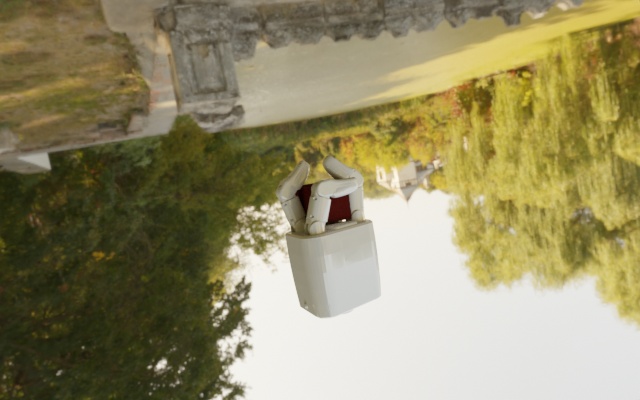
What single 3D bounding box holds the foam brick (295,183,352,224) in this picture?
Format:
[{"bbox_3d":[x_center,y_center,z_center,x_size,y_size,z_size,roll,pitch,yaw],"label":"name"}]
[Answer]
[{"bbox_3d":[0.000,0.002,0.649,0.053,0.051,0.078,-10,4,-22],"label":"foam brick"}]
